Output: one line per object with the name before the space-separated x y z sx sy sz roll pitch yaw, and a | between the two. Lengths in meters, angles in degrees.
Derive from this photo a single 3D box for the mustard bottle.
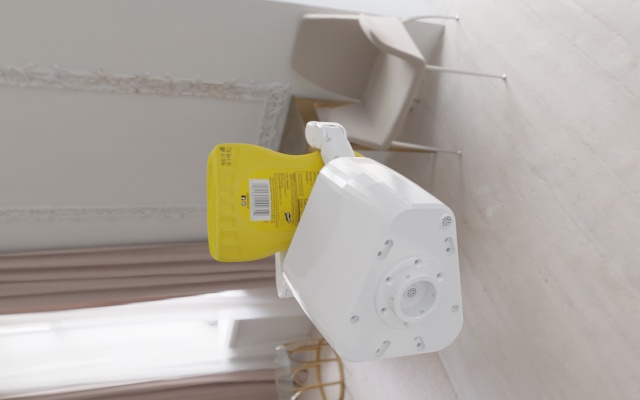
mustard bottle | 0.000 0.001 0.421 0.191 0.096 0.058 -1 -6 -21
